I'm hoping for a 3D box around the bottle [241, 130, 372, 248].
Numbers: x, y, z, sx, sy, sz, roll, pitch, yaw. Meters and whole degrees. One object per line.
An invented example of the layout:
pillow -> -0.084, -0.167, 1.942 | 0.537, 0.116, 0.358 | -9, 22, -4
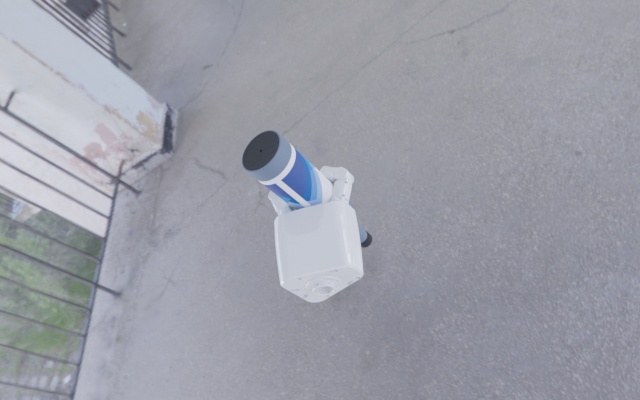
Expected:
bottle -> 0.000, 0.002, 0.732 | 0.069, 0.069, 0.296 | 0, -28, 37
